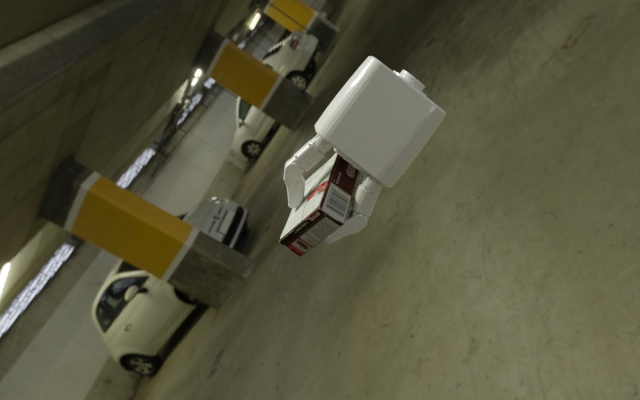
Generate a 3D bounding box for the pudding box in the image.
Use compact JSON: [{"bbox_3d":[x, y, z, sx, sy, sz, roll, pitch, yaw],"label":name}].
[{"bbox_3d":[0.000,0.002,0.592,0.039,0.113,0.090,36,-47,-14],"label":"pudding box"}]
